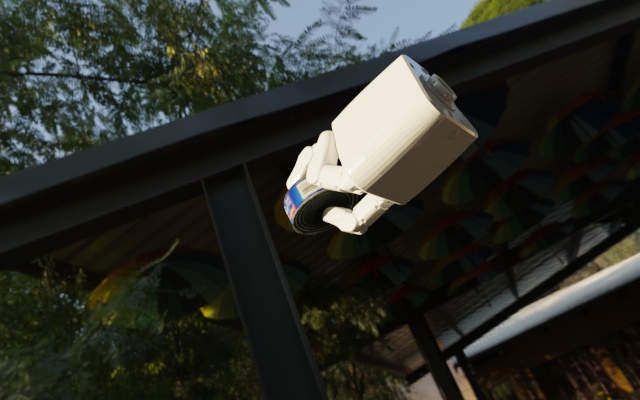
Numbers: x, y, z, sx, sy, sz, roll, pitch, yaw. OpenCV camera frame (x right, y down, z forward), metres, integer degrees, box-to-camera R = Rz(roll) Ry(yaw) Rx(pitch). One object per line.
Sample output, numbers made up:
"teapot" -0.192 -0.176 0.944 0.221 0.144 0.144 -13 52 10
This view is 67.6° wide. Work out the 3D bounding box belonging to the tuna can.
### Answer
"tuna can" 0.000 0.001 0.575 0.086 0.033 0.086 -20 -34 -14
